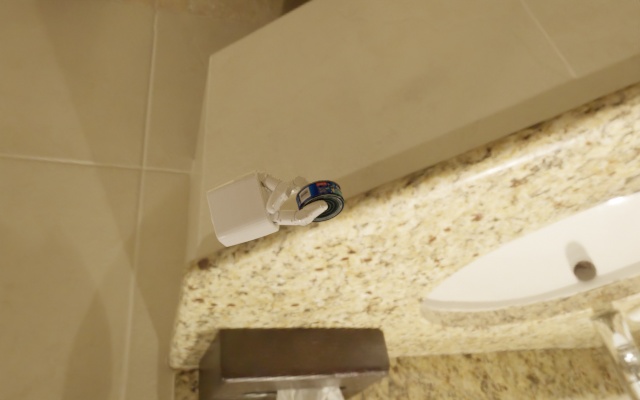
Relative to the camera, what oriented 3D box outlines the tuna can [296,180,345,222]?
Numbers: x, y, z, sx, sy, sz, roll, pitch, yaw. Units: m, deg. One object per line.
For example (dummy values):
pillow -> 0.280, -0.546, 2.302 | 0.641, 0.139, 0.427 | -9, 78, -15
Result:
tuna can -> 0.000, 0.003, 0.870 | 0.086, 0.033, 0.086 | -10, -36, -8
